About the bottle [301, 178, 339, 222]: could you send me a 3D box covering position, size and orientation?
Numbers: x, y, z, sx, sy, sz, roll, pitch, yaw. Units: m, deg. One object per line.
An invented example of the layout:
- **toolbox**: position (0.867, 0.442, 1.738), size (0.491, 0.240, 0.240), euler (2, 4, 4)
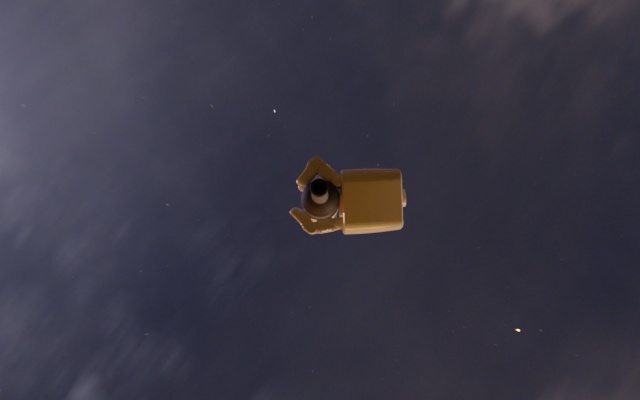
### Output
- **bottle**: position (0.000, 0.003, 0.863), size (0.069, 0.069, 0.296), euler (0, -9, 1)
